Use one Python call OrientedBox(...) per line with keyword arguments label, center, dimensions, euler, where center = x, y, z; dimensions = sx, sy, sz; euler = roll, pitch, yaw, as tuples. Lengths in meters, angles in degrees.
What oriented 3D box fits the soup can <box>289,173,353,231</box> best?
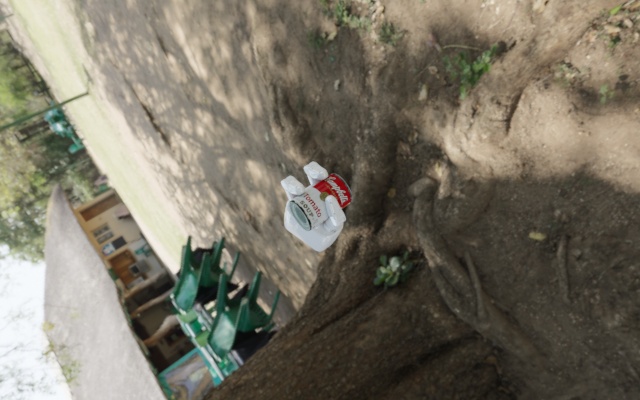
OrientedBox(label="soup can", center=(0.000, 0.003, 0.895), dimensions=(0.102, 0.068, 0.068), euler=(-34, 13, -20))
